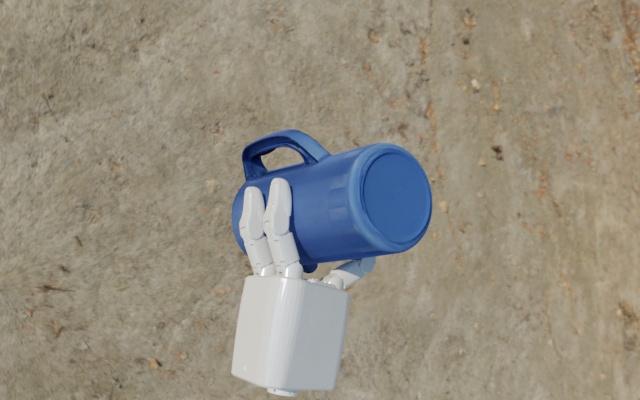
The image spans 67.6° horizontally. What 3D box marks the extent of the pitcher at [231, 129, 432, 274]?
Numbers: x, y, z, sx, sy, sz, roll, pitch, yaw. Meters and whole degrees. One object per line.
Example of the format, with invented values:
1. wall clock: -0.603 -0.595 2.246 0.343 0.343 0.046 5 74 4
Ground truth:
1. pitcher: 0.000 0.002 0.545 0.149 0.145 0.243 20 -18 -30
